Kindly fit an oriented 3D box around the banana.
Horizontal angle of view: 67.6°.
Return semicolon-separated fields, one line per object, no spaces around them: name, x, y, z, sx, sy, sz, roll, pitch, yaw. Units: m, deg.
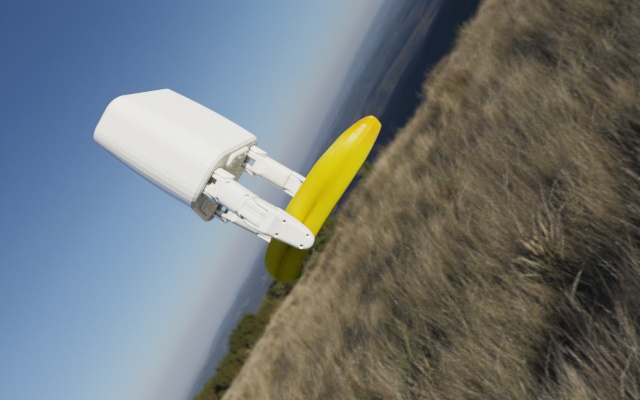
banana;-0.008;0.011;0.434;0.037;0.198;0.069;34;31;8
